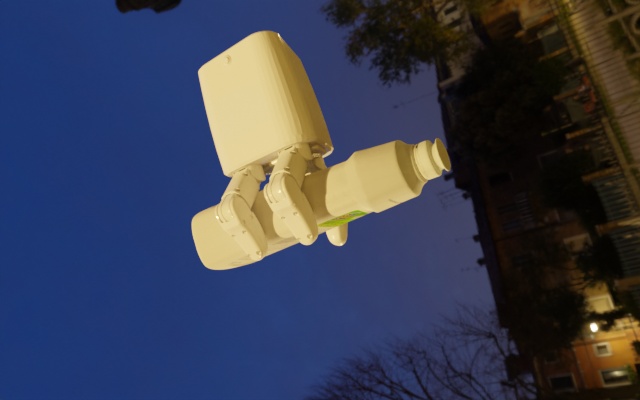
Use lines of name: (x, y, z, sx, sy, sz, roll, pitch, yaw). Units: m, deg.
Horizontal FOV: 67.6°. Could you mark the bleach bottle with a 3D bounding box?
bleach bottle: (0.000, 0.002, 0.449, 0.251, 0.068, 0.102, -21, -6, 29)
